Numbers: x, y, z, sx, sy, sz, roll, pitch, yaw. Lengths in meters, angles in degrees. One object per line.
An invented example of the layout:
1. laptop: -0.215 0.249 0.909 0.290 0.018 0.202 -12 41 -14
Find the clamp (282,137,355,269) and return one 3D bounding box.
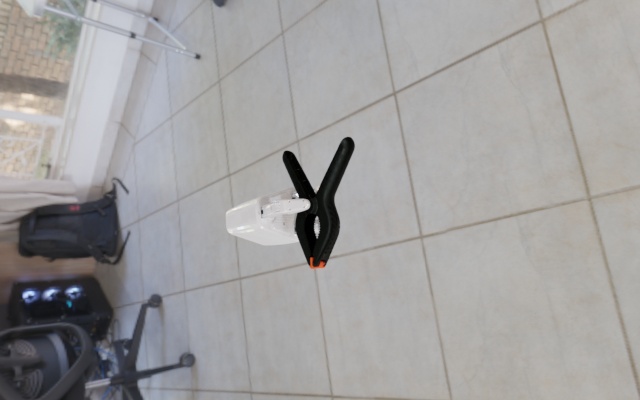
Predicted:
1. clamp: -0.001 0.003 0.766 0.036 0.210 0.164 3 -12 -40
